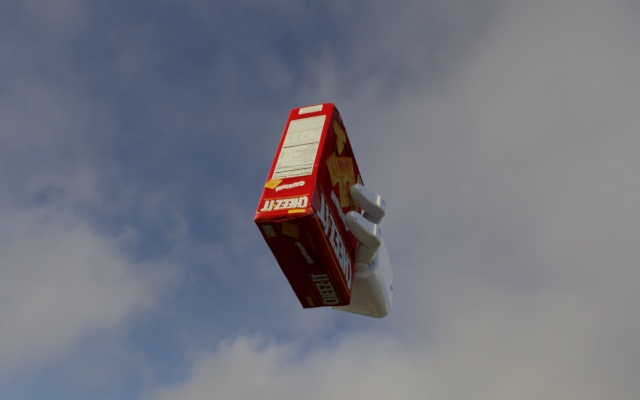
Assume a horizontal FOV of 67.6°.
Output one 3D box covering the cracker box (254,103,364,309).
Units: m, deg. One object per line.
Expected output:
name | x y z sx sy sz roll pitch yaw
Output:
cracker box | 0.000 0.002 0.611 0.072 0.164 0.213 -8 41 18
